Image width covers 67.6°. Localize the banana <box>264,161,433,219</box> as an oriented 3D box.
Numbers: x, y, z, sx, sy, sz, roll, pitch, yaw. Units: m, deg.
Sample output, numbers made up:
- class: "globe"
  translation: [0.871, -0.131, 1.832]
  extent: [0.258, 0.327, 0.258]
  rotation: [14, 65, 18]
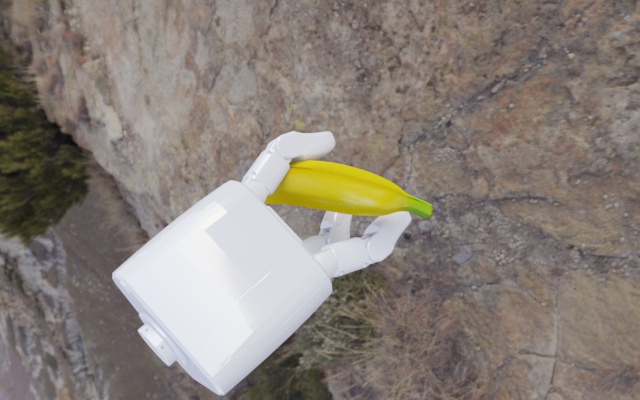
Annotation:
- class: "banana"
  translation: [-0.008, -0.008, 0.406]
  extent: [0.198, 0.037, 0.070]
  rotation: [9, -23, 43]
